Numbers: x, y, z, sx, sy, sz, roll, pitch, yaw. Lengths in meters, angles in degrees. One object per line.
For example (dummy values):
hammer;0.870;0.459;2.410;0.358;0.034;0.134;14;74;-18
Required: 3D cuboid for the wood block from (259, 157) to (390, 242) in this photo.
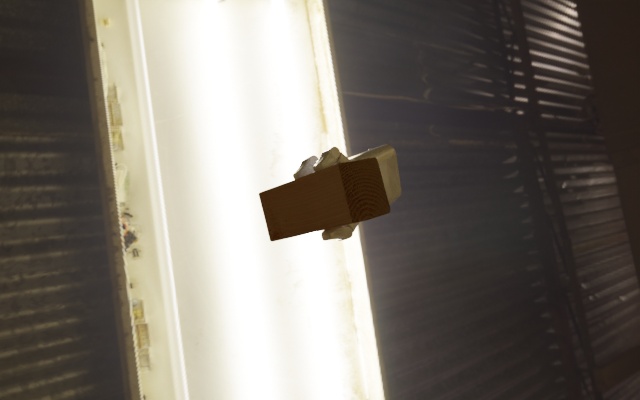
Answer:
wood block;0.000;0.003;0.780;0.090;0.091;0.206;-13;-3;-42
